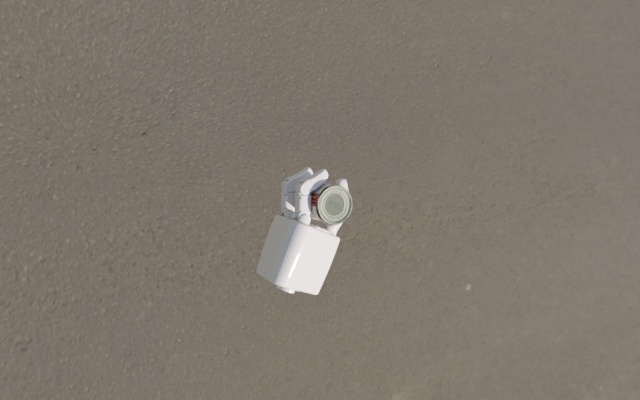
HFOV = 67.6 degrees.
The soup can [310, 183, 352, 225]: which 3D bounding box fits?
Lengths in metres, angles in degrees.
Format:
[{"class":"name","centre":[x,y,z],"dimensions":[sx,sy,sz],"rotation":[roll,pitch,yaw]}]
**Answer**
[{"class":"soup can","centre":[0.001,0.002,0.810],"dimensions":[0.068,0.068,0.102],"rotation":[0,6,-28]}]
